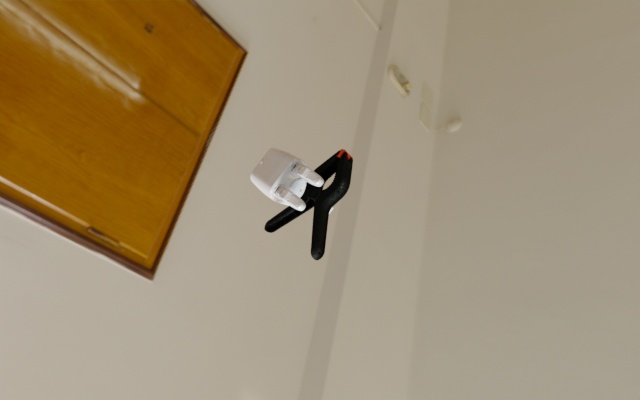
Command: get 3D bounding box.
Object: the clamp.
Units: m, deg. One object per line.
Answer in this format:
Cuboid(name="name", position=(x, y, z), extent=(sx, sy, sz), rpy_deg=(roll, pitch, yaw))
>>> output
Cuboid(name="clamp", position=(0.001, 0.003, 0.869), extent=(0.036, 0.210, 0.164), rpy_deg=(40, -5, -42))
